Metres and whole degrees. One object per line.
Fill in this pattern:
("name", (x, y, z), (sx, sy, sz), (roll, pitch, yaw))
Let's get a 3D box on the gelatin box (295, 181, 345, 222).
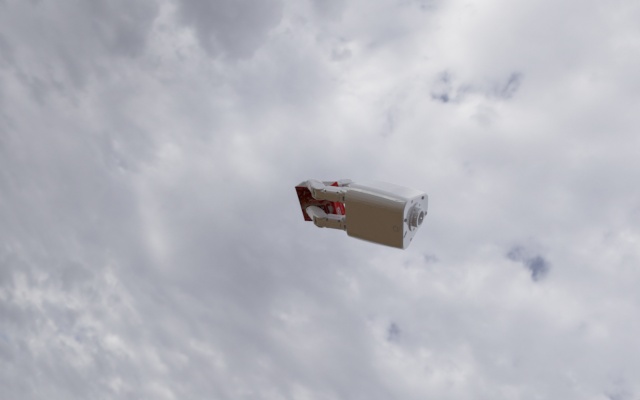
("gelatin box", (0.000, 0.003, 0.885), (0.089, 0.073, 0.030), (3, 26, 41))
